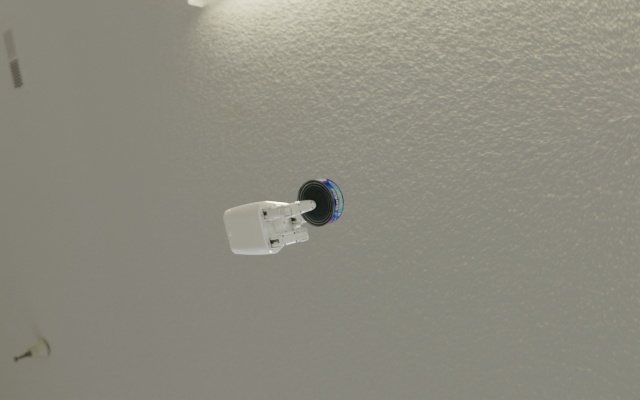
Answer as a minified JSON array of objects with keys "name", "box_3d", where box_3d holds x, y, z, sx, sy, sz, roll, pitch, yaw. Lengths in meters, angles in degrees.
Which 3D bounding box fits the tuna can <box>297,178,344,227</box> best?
[{"name":"tuna can","box_3d":[0.001,0.003,0.868,0.086,0.086,0.034,0,10,40]}]
